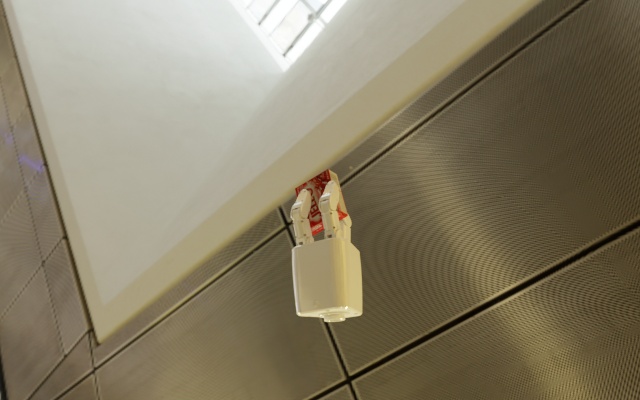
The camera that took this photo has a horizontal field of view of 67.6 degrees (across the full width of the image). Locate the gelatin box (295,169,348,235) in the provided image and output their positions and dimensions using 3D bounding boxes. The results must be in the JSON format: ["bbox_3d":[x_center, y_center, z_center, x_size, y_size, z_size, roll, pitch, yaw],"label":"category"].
[{"bbox_3d":[0.000,0.002,0.800,0.073,0.089,0.030,-30,-35,24],"label":"gelatin box"}]
